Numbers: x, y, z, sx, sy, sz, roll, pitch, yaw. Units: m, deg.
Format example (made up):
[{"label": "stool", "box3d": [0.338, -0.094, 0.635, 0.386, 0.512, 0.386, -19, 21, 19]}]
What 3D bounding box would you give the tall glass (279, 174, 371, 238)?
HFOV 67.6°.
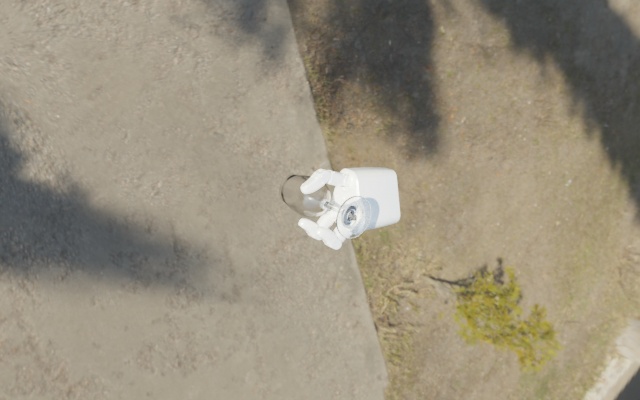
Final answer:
[{"label": "tall glass", "box3d": [0.000, 0.003, 0.872, 0.079, 0.079, 0.201, 0, 15, -36]}]
